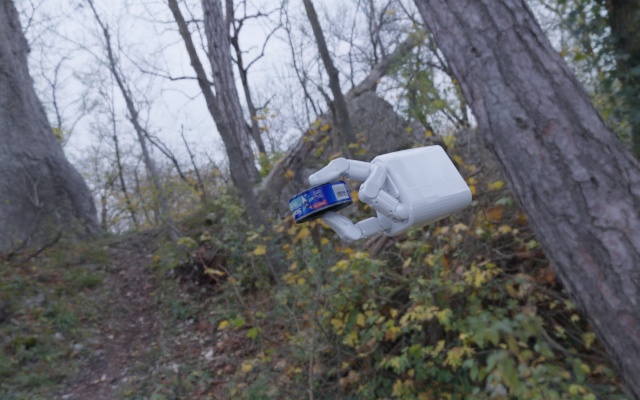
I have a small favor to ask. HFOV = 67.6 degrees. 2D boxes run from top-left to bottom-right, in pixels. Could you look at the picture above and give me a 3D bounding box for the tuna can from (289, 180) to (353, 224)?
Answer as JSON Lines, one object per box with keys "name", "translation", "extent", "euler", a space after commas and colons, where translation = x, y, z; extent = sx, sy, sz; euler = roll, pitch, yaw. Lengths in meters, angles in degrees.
{"name": "tuna can", "translation": [0.000, 0.002, 0.666], "extent": [0.086, 0.033, 0.086], "euler": [-20, -8, -3]}
